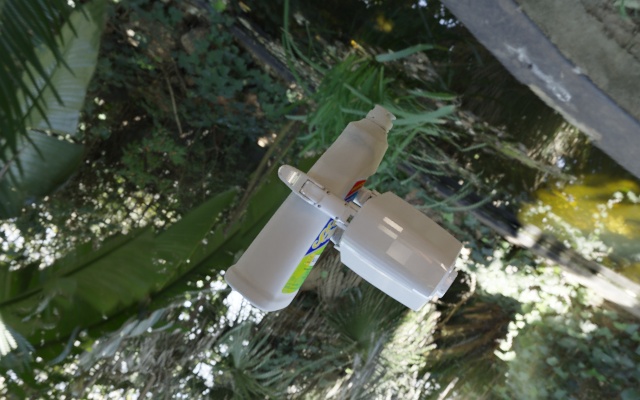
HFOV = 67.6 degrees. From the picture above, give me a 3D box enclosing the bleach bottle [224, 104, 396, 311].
[{"bbox_3d":[0.000,0.002,0.534,0.068,0.251,0.102,35,2,16],"label":"bleach bottle"}]
